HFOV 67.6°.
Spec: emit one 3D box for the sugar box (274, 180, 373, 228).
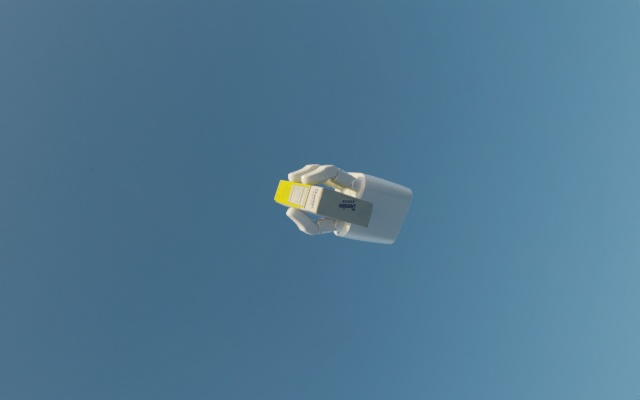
[{"bbox_3d":[0.000,0.002,0.771,0.093,0.048,0.176,17,-4,-26],"label":"sugar box"}]
